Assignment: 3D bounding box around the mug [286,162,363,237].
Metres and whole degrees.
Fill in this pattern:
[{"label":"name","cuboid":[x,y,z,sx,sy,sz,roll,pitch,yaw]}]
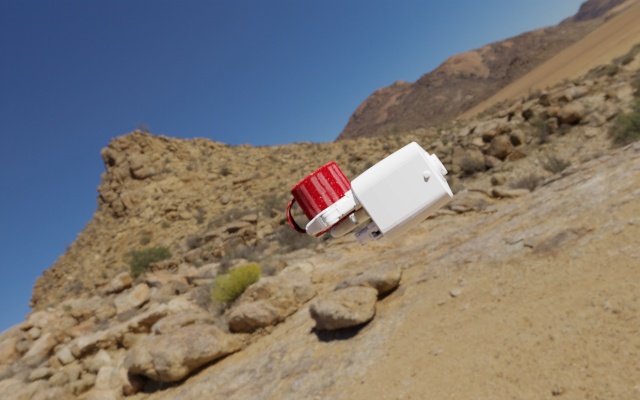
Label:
[{"label":"mug","cuboid":[-0.001,0.003,0.718,0.117,0.081,0.093,-35,-1,16]}]
